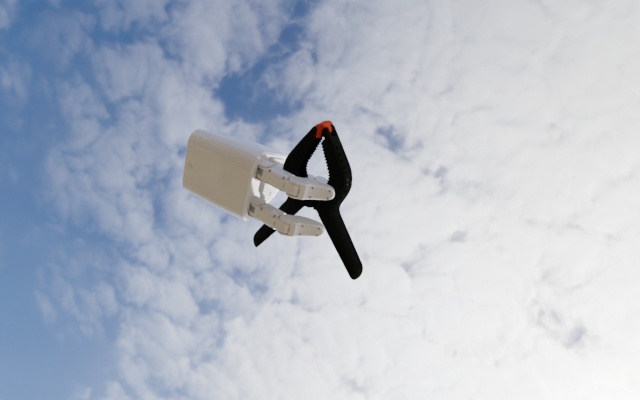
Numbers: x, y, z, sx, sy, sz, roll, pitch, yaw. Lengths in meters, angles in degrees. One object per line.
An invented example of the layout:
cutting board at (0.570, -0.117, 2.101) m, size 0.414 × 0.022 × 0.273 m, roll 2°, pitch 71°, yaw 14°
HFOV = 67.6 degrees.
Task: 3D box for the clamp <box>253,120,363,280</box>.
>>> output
clamp at (0.000, 0.001, 0.631) m, size 0.164 × 0.210 × 0.036 m, roll 22°, pitch 26°, yaw 14°
